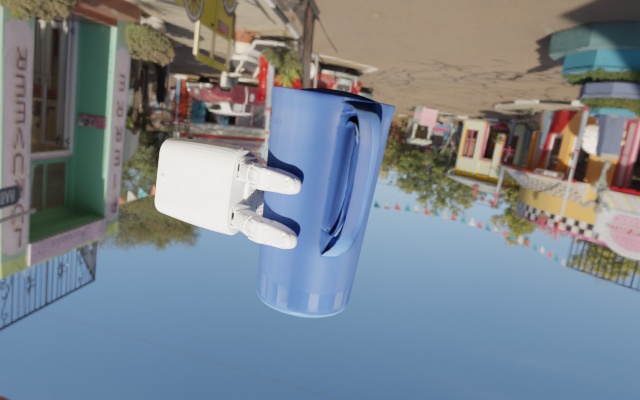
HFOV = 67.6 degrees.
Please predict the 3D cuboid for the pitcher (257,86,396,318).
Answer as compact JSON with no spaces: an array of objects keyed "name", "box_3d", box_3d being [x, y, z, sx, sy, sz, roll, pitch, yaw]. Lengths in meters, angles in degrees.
[{"name":"pitcher","box_3d":[0.000,0.002,0.523,0.145,0.243,0.149,13,11,22]}]
